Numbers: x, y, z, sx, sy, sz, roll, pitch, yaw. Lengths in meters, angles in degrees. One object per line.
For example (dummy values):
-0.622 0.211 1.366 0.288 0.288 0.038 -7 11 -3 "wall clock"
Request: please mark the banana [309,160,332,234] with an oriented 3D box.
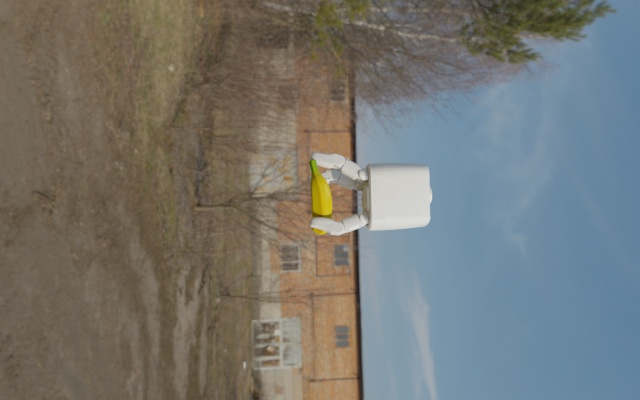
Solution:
0.001 0.015 0.870 0.037 0.069 0.198 -3 -39 -2 "banana"
